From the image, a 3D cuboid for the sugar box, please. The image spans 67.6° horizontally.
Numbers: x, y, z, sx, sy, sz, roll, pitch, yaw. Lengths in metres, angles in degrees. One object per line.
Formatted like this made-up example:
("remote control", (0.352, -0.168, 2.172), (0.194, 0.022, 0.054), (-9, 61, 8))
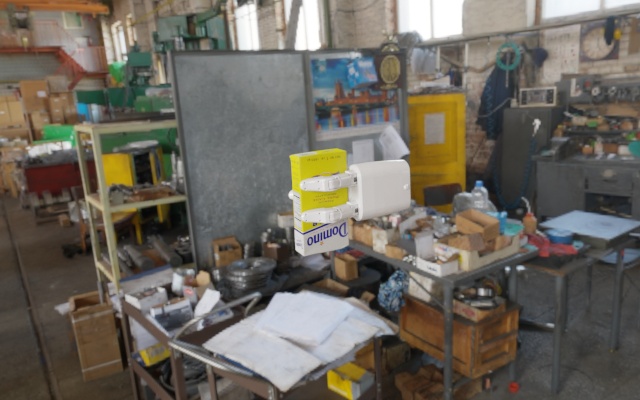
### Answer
("sugar box", (0.000, 0.003, 0.835), (0.093, 0.176, 0.048), (-10, 14, -24))
